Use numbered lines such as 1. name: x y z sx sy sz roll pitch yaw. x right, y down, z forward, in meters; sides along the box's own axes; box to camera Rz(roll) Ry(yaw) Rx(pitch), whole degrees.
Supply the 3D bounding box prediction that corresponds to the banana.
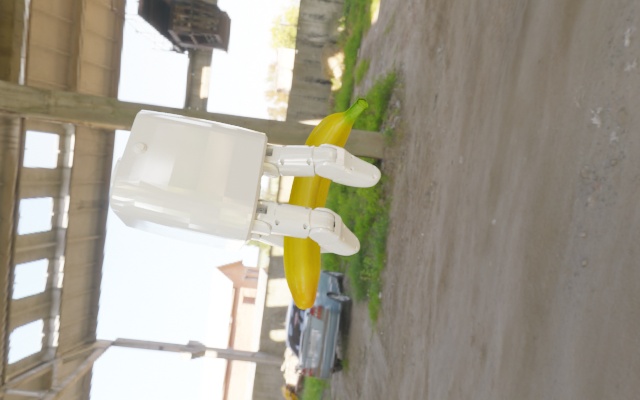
1. banana: -0.006 -0.001 0.447 0.037 0.197 0.069 18 -10 -21
